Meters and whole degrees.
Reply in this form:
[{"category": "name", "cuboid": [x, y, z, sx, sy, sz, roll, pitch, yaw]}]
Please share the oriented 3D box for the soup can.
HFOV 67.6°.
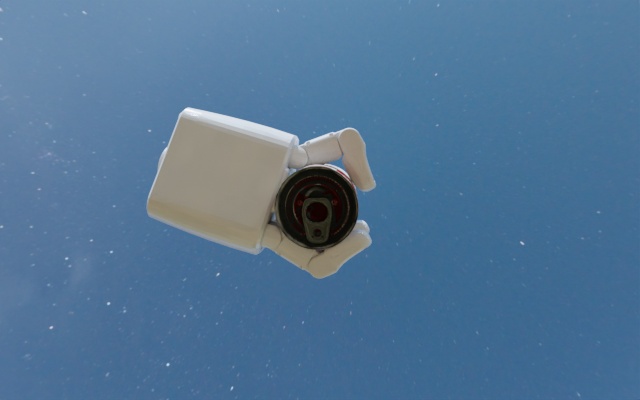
[{"category": "soup can", "cuboid": [0.001, 0.001, 0.431, 0.068, 0.068, 0.102, 0, 6, 4]}]
